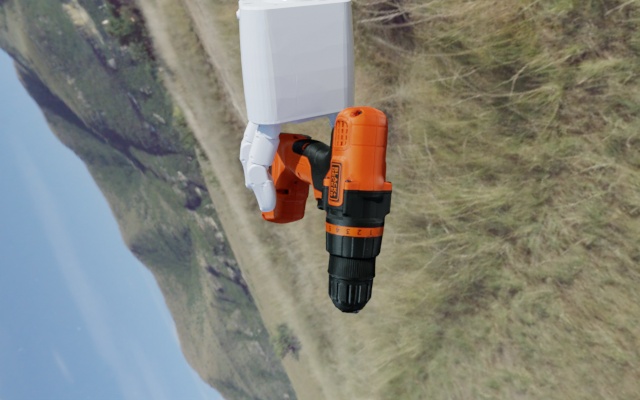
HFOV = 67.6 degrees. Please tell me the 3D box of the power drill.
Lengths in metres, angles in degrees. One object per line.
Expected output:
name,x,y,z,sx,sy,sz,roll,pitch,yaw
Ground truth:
power drill,0.000,0.001,0.485,0.057,0.184,0.187,2,6,-31
